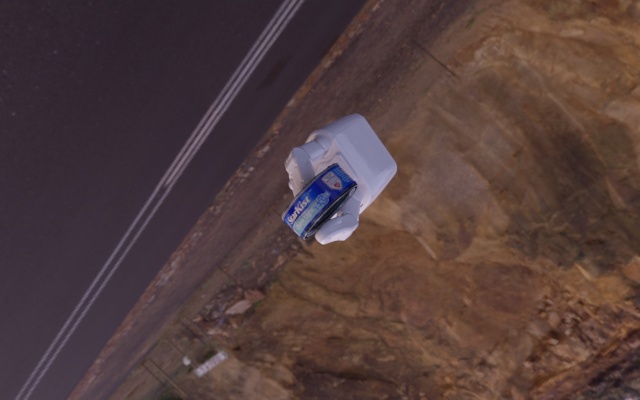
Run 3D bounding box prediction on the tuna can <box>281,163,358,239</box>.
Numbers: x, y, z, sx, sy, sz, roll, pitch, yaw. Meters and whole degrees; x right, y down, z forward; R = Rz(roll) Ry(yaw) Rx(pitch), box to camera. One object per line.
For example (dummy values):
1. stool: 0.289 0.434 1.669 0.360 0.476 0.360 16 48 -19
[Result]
1. tuna can: 0.000 0.002 0.514 0.033 0.086 0.086 45 8 8
